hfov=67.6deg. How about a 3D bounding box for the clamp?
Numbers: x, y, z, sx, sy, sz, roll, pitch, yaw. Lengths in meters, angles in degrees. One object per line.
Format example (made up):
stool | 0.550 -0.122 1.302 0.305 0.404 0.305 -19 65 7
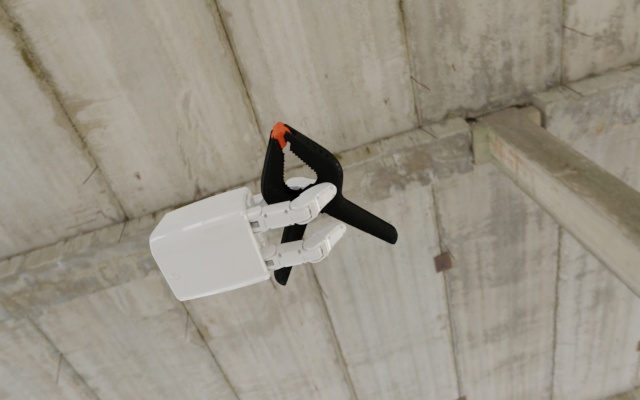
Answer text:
clamp | 0.000 0.001 0.558 0.164 0.210 0.036 -16 33 -1
